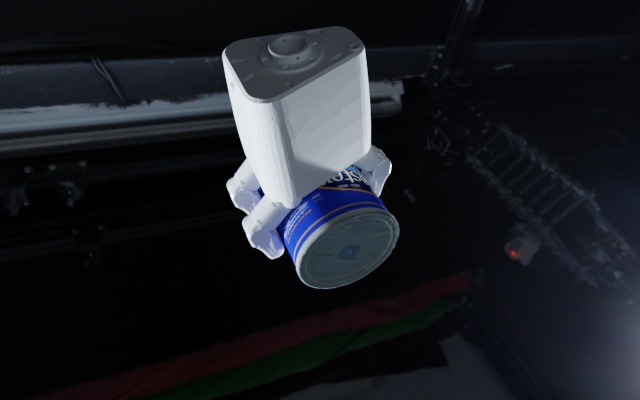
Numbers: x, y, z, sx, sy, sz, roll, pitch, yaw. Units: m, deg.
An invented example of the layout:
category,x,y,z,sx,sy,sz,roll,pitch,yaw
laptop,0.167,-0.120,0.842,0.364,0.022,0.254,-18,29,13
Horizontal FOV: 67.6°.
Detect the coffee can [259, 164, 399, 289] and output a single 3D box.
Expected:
category,x,y,z,sx,sy,sz,roll,pitch,yaw
coffee can,0.000,0.002,0.480,0.103,0.103,0.140,0,42,-32
